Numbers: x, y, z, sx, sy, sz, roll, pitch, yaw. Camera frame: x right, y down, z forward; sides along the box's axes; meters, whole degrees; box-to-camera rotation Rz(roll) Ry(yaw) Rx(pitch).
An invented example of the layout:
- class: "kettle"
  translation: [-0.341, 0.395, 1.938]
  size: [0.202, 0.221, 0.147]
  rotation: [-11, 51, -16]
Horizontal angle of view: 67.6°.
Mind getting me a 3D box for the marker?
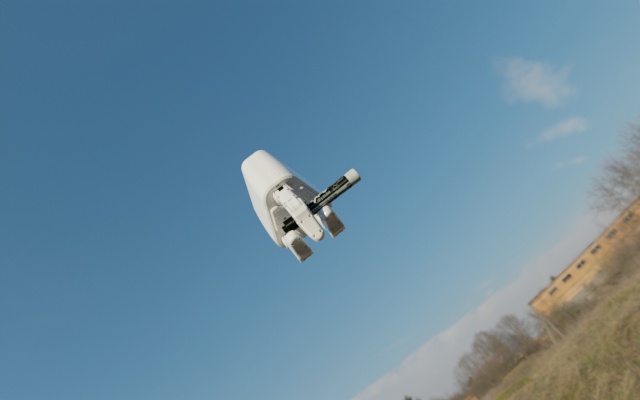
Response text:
- class: "marker"
  translation: [0.000, 0.002, 0.619]
  size: [0.121, 0.020, 0.020]
  rotation: [-38, 4, -6]
